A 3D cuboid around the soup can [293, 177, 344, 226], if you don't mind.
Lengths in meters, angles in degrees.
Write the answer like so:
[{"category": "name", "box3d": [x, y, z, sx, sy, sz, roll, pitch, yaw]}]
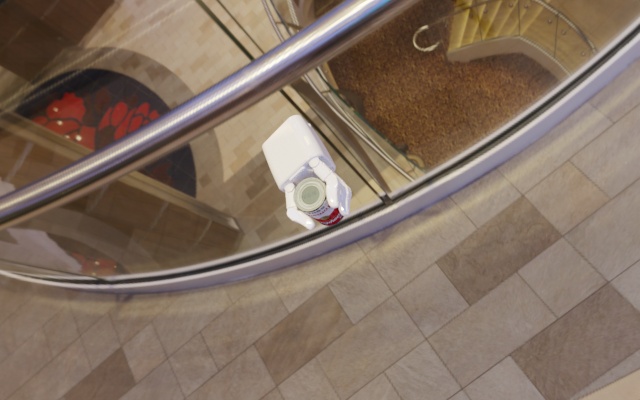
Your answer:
[{"category": "soup can", "box3d": [0.000, 0.003, 0.900, 0.068, 0.068, 0.102, 0, -17, 24]}]
